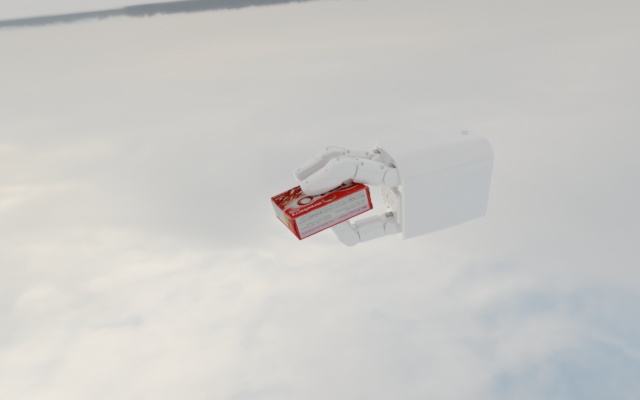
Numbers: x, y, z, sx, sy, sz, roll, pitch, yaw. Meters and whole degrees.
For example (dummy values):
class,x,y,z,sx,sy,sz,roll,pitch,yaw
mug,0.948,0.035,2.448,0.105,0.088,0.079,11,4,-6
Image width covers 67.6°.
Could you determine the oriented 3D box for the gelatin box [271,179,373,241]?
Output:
class,x,y,z,sx,sy,sz,roll,pitch,yaw
gelatin box,0.000,0.002,0.511,0.089,0.030,0.073,-24,25,-15
